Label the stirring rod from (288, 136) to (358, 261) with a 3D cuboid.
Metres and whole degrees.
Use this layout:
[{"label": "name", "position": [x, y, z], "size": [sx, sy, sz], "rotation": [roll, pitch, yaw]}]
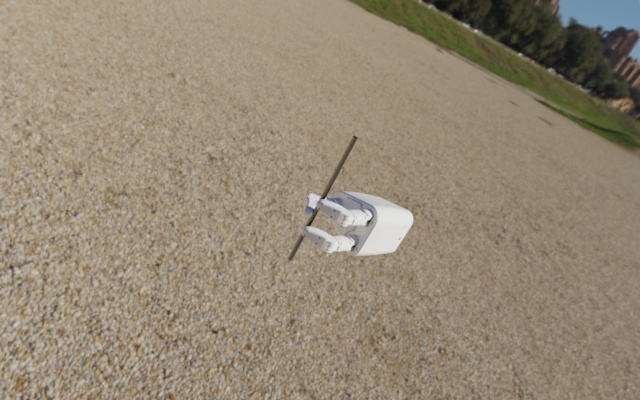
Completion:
[{"label": "stirring rod", "position": [0.000, 0.003, 0.762], "size": [0.011, 0.240, 0.011], "rotation": [23, 24, -11]}]
